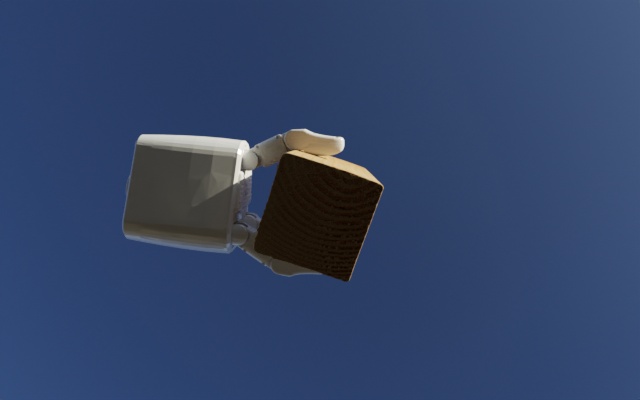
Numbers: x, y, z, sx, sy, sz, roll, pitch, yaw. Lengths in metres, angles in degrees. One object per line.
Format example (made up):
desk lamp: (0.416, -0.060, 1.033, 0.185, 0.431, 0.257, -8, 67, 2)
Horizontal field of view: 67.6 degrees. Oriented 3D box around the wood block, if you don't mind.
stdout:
wood block: (0.000, 0.001, 0.498, 0.090, 0.091, 0.206, 18, 8, -1)
